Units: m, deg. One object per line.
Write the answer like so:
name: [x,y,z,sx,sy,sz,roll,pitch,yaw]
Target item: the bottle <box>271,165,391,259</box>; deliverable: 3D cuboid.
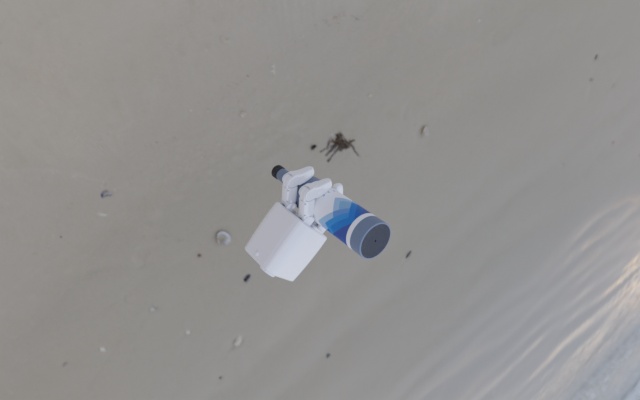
bottle: [0.000,0.003,0.854,0.069,0.069,0.295,0,25,-41]
